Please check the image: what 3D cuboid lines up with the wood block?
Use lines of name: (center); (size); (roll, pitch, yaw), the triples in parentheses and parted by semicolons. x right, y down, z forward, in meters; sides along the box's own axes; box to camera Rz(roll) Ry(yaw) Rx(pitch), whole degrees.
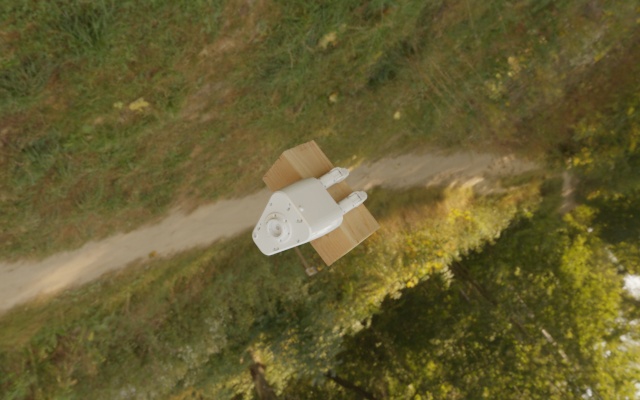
wood block: (0.000, 0.003, 0.882); (0.090, 0.206, 0.091); (-29, -11, -47)
